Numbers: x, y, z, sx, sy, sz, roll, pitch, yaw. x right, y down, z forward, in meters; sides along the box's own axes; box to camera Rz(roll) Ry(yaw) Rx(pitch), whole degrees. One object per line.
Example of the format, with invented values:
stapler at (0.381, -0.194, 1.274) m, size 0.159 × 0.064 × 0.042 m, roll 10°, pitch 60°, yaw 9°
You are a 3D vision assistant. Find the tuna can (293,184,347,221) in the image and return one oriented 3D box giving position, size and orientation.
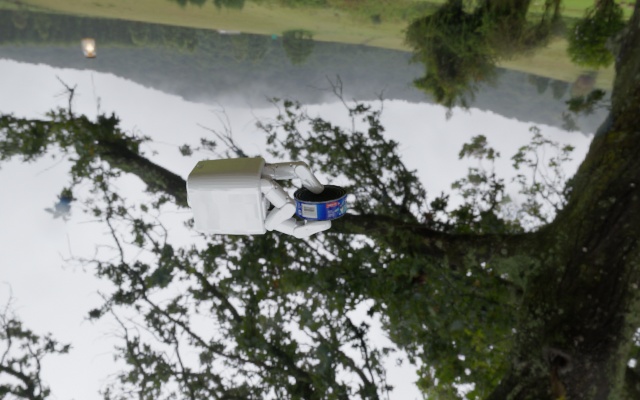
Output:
tuna can at (0.000, 0.003, 0.763) m, size 0.086 × 0.034 × 0.086 m, roll -3°, pitch 20°, yaw 1°
